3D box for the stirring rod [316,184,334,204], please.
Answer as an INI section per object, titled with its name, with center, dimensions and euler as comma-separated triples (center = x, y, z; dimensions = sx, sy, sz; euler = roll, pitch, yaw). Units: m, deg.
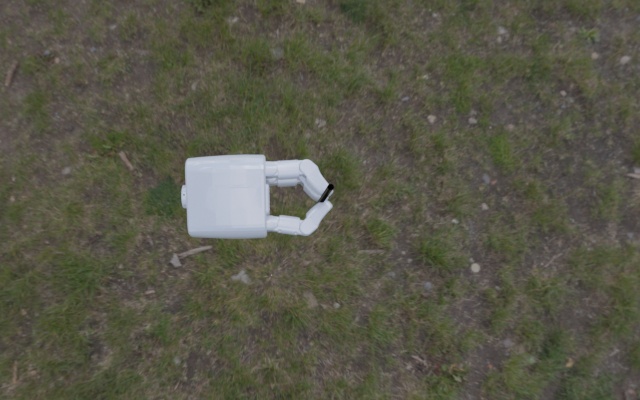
[stirring rod]
center = 0.000, 0.002, 0.691
dimensions = 0.011, 0.011, 0.239
euler = 0, -9, -6
